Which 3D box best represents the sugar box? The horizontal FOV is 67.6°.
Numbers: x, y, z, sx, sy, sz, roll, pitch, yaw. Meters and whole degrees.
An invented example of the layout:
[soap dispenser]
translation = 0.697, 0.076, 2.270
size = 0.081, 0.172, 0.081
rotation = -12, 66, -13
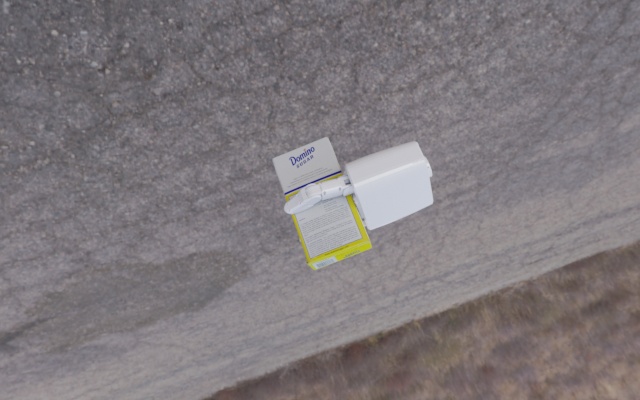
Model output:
[sugar box]
translation = 0.000, 0.003, 0.700
size = 0.093, 0.176, 0.048
rotation = -21, -24, 3
